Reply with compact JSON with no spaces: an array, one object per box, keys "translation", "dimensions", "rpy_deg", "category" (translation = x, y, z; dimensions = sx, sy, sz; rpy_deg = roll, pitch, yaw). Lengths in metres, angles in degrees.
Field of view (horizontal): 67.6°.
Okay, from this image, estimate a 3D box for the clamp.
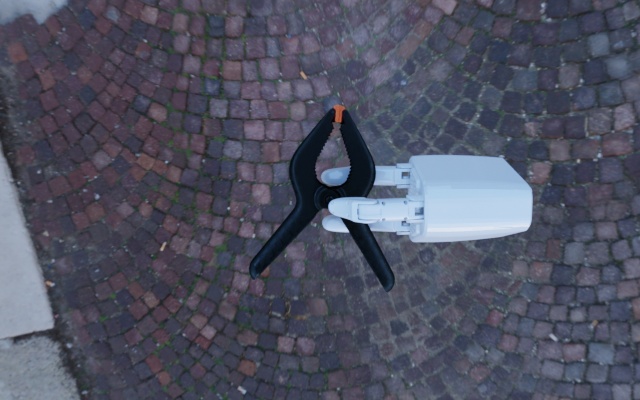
[{"translation":[0.000,0.001,0.527],"dimensions":[0.164,0.210,0.036],"rpy_deg":[-1,9,-1],"category":"clamp"}]
